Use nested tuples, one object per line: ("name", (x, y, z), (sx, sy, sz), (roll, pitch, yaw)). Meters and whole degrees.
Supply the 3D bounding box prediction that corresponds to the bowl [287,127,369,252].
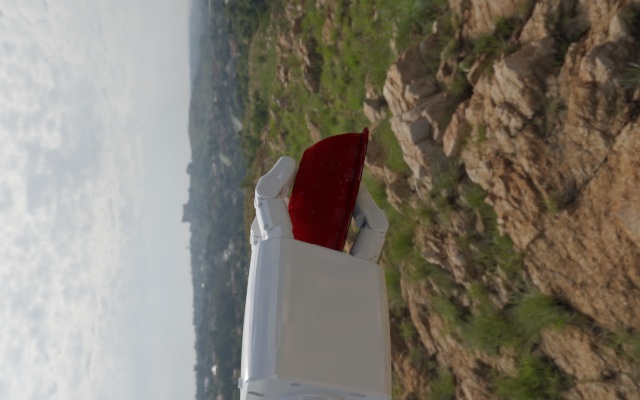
("bowl", (0.000, 0.001, 0.464), (0.055, 0.162, 0.162), (14, 0, 0))
